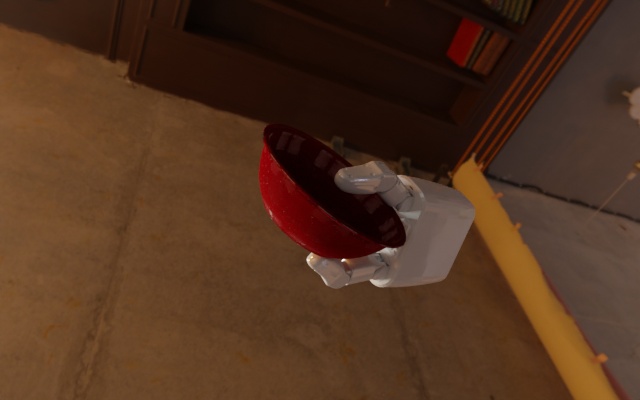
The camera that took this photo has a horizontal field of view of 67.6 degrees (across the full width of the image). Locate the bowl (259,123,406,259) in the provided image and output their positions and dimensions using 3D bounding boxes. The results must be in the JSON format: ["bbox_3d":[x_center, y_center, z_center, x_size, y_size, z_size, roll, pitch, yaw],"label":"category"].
[{"bbox_3d":[-0.001,0.001,0.438,0.162,0.055,0.162,35,20,-15],"label":"bowl"}]
